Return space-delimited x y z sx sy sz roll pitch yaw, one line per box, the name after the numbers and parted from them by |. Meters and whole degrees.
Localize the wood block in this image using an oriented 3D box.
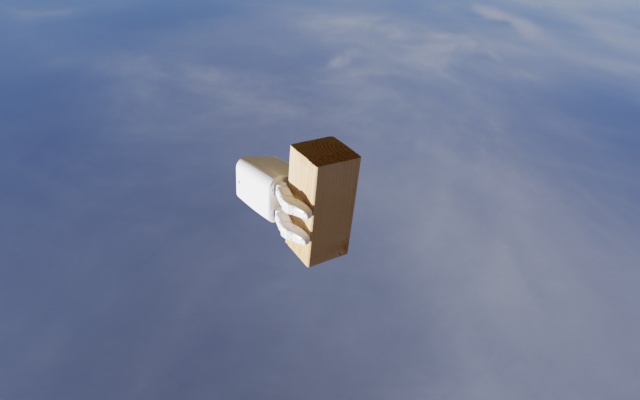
0.000 0.003 0.850 0.091 0.206 0.090 -16 39 -29 | wood block
